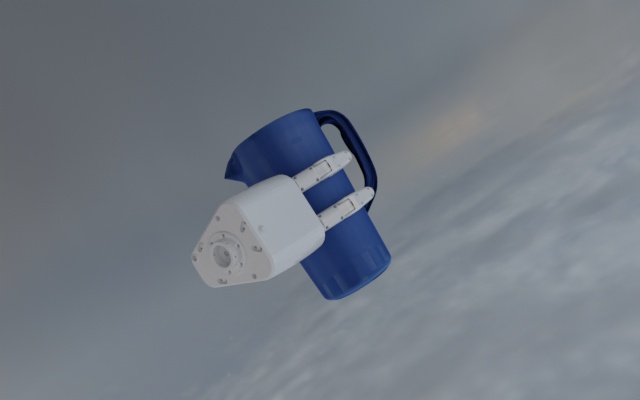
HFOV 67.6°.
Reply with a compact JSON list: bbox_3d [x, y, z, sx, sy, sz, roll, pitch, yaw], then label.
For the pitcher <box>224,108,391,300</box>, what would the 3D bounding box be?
[{"bbox_3d":[0.000,0.002,0.652,0.149,0.243,0.145,-33,-1,32],"label":"pitcher"}]
